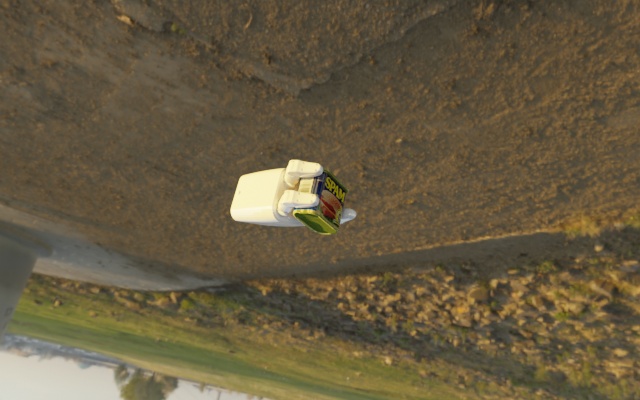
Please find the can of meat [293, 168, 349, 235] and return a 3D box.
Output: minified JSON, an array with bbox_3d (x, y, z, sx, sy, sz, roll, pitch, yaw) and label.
[{"bbox_3d":[0.000,0.003,0.823,0.057,0.084,0.102,-2,-26,32],"label":"can of meat"}]
